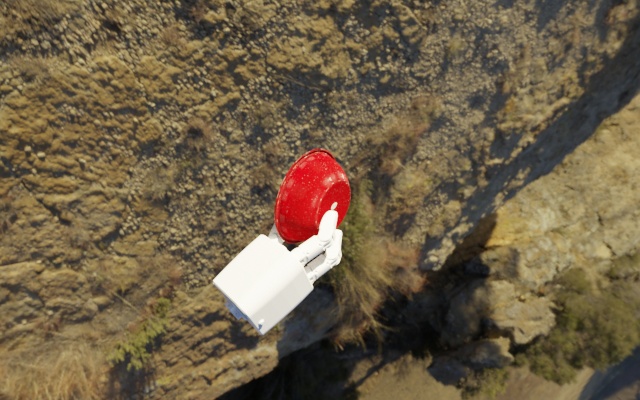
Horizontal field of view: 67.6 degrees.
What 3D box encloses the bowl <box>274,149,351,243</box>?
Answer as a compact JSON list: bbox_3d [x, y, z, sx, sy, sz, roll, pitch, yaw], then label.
[{"bbox_3d":[0.001,0.002,0.761,0.055,0.162,0.162,22,12,31],"label":"bowl"}]
